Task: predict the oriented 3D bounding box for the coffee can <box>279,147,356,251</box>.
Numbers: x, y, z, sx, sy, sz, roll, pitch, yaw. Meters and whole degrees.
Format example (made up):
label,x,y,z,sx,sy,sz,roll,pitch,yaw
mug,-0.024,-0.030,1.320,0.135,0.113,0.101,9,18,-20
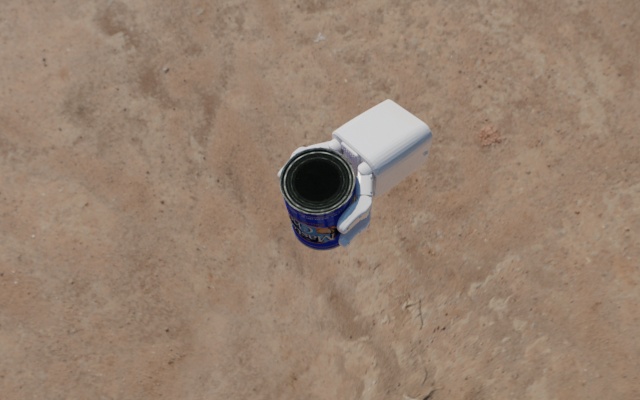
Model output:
label,x,y,z,sx,sy,sz,roll,pitch,yaw
coffee can,0.000,0.002,0.700,0.103,0.102,0.140,0,-25,4
